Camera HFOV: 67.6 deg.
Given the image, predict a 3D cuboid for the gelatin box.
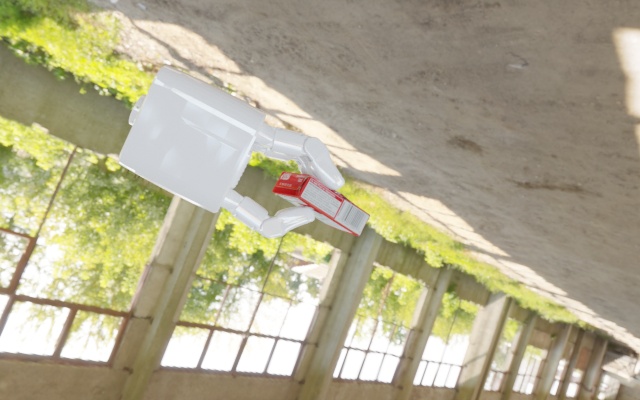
[{"bbox_3d":[0.000,0.002,0.526,0.089,0.030,0.073,33,-8,-24],"label":"gelatin box"}]
